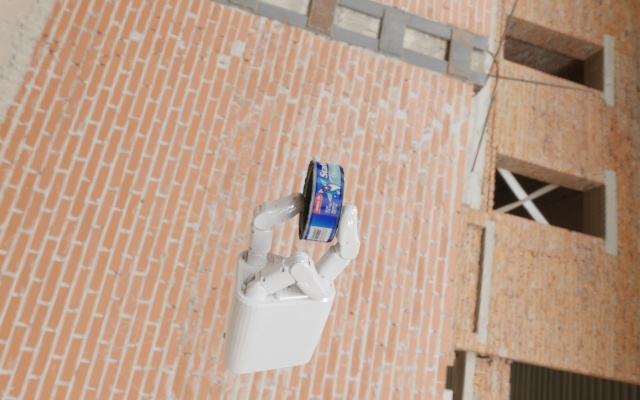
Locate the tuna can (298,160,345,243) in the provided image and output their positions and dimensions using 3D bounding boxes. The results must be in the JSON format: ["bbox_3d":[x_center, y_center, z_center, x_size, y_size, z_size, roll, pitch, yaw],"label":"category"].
[{"bbox_3d":[0.001,0.002,0.509,0.034,0.086,0.086,9,-1,-8],"label":"tuna can"}]
